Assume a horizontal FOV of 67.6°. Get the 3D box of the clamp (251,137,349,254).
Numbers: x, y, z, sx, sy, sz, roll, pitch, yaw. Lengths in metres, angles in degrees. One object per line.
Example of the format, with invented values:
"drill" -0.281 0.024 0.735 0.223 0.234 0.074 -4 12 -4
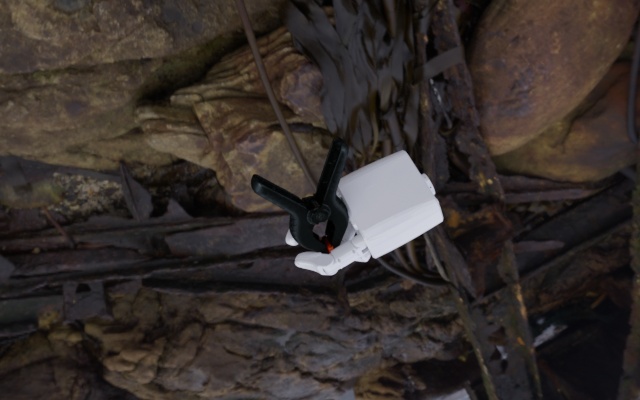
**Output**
"clamp" 0.000 0.002 0.594 0.120 0.039 0.172 -27 -45 2
